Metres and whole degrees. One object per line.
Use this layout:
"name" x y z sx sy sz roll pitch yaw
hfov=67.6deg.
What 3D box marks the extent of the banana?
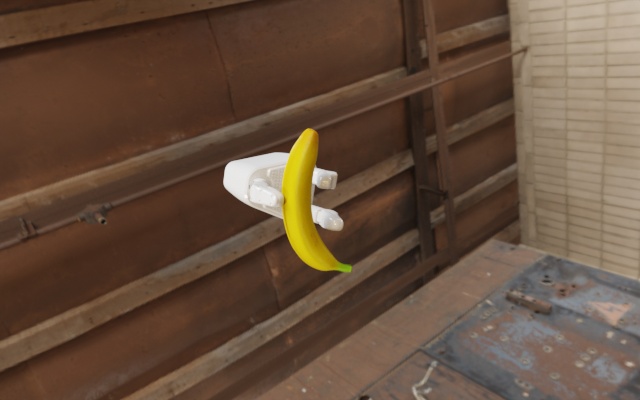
"banana" -0.016 0.011 0.605 0.069 0.198 0.037 -21 20 -18
